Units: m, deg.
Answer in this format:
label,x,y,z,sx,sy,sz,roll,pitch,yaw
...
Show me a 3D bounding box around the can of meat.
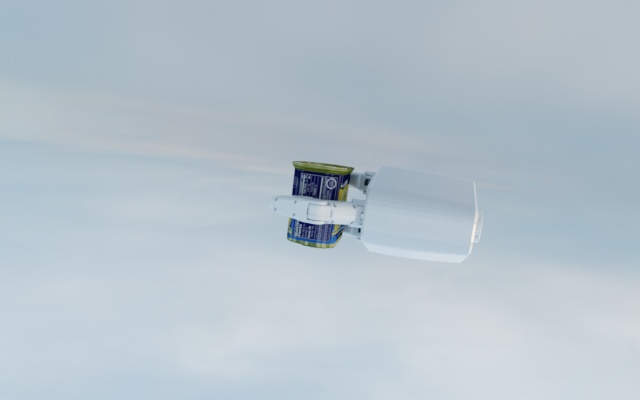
label,x,y,z,sx,sy,sz,roll,pitch,yaw
can of meat,0.000,0.002,0.522,0.057,0.084,0.102,8,6,9
